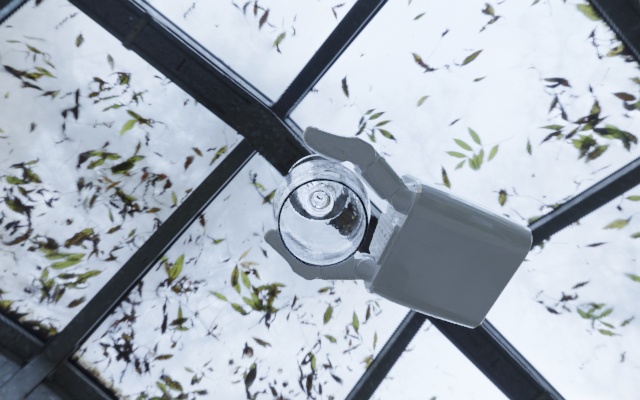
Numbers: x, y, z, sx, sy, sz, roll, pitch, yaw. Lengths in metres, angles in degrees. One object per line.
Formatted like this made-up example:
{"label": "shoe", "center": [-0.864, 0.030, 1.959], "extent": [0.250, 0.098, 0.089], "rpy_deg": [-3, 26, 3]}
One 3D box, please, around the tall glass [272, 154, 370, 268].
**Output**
{"label": "tall glass", "center": [0.000, 0.001, 0.420], "extent": [0.079, 0.079, 0.201], "rpy_deg": [0, 8, -1]}
